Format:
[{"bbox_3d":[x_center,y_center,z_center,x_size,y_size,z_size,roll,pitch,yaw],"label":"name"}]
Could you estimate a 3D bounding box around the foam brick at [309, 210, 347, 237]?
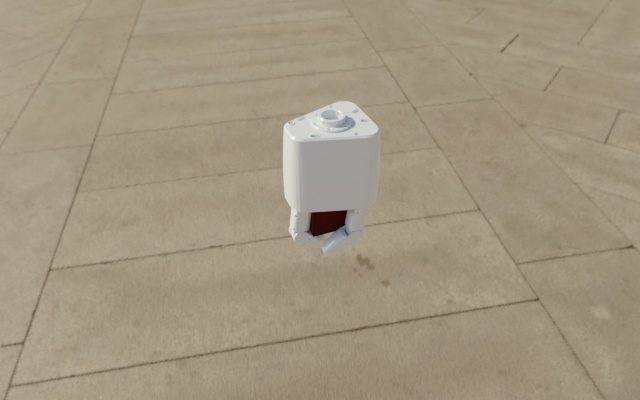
[{"bbox_3d":[0.000,0.002,0.659,0.053,0.051,0.078,-14,41,-19],"label":"foam brick"}]
